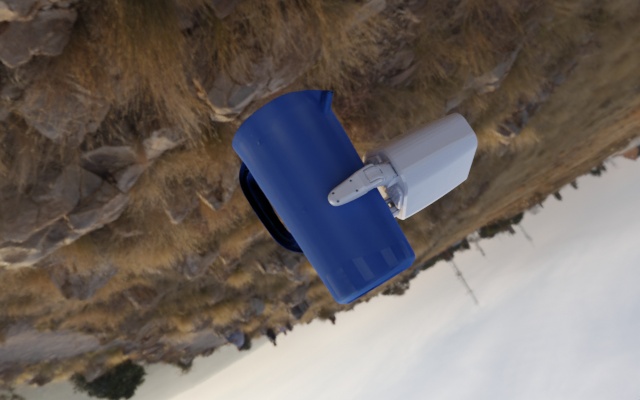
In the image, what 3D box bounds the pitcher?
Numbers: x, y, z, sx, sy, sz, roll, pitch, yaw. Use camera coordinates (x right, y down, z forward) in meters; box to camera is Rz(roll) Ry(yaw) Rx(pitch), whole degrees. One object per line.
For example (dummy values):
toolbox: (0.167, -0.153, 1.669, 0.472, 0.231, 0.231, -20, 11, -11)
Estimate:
pitcher: (0.000, 0.002, 0.584, 0.145, 0.242, 0.149, -29, -11, -11)
